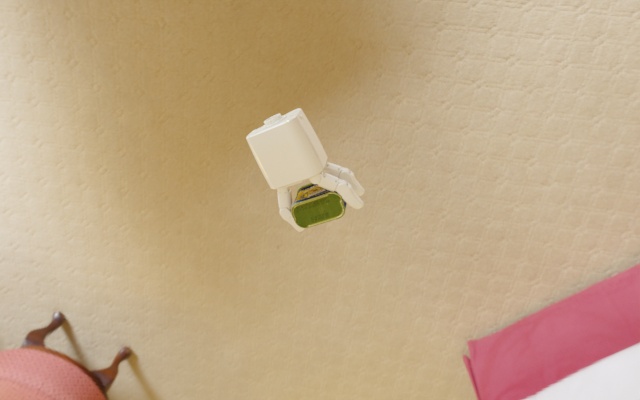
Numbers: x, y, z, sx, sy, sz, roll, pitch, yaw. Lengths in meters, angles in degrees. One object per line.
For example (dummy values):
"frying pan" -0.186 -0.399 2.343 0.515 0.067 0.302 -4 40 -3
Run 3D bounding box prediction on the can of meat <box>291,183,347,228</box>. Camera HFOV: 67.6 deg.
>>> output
"can of meat" 0.000 0.003 0.877 0.102 0.057 0.084 -18 19 14
